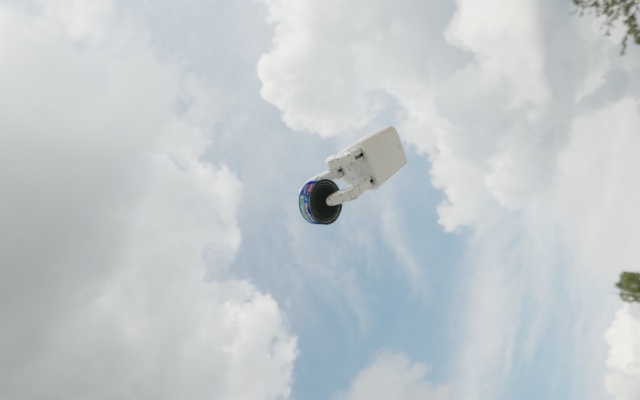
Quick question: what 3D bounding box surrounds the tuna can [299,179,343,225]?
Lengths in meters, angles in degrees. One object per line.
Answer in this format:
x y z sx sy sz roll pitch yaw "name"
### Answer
0.000 0.003 0.892 0.086 0.086 0.034 0 -1 -44 "tuna can"
